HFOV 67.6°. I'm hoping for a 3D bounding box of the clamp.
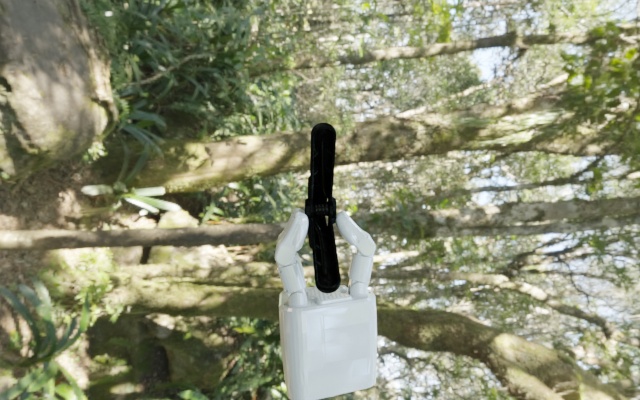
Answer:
[{"bbox_3d":[0.001,0.002,0.547,0.036,0.164,0.210,0,3,-3],"label":"clamp"}]
